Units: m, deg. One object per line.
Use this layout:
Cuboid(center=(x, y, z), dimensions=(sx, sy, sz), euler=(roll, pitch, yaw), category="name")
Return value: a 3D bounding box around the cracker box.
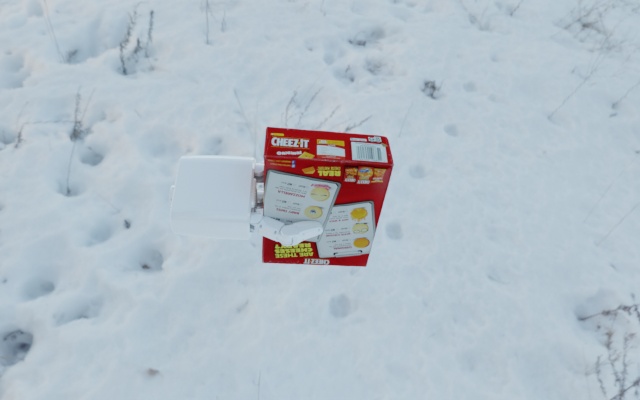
Cuboid(center=(0.000, 0.002, 0.680), dimensions=(0.164, 0.072, 0.214), euler=(3, -44, -4), category="cracker box")
